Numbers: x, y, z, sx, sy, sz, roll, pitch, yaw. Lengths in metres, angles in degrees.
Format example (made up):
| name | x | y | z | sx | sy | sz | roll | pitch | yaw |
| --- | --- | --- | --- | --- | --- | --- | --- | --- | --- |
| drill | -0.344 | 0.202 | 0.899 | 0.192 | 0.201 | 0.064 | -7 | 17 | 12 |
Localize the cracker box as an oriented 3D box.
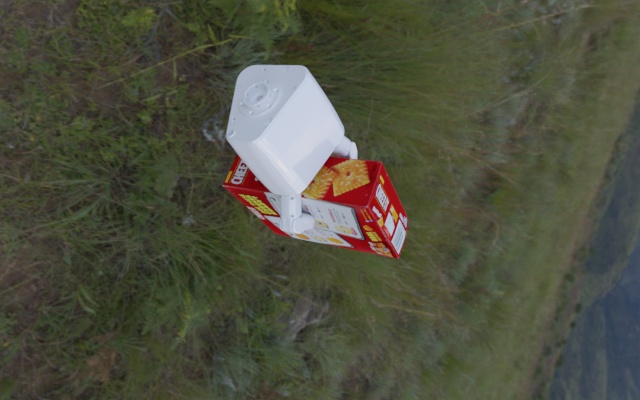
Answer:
| name | x | y | z | sx | sy | sz | roll | pitch | yaw |
| --- | --- | --- | --- | --- | --- | --- | --- | --- | --- |
| cracker box | 0.000 | 0.002 | 0.663 | 0.213 | 0.072 | 0.164 | 9 | -24 | 28 |
